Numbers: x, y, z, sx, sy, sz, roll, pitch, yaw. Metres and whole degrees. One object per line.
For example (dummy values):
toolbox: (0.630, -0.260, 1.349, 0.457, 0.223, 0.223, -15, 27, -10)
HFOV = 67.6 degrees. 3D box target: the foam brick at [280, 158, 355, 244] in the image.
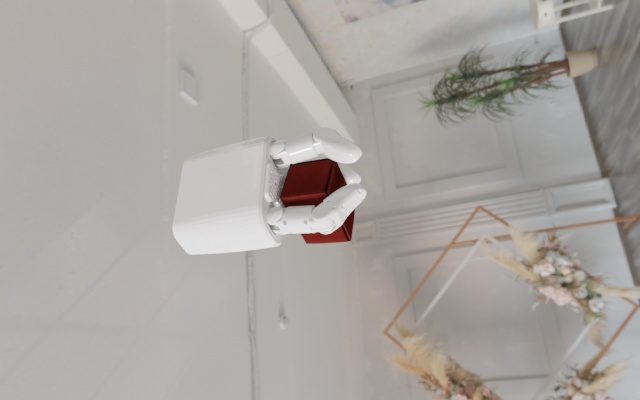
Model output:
foam brick: (0.000, 0.002, 0.504, 0.051, 0.053, 0.078, -8, -46, 20)
